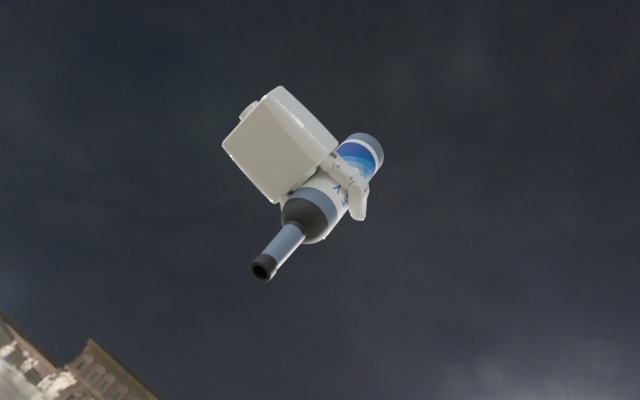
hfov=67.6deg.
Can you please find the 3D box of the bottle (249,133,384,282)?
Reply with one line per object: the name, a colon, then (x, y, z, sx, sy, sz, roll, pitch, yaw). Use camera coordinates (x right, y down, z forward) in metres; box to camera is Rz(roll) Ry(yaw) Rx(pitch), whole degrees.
bottle: (0.000, 0.002, 0.622, 0.069, 0.069, 0.295, 0, 31, 31)
